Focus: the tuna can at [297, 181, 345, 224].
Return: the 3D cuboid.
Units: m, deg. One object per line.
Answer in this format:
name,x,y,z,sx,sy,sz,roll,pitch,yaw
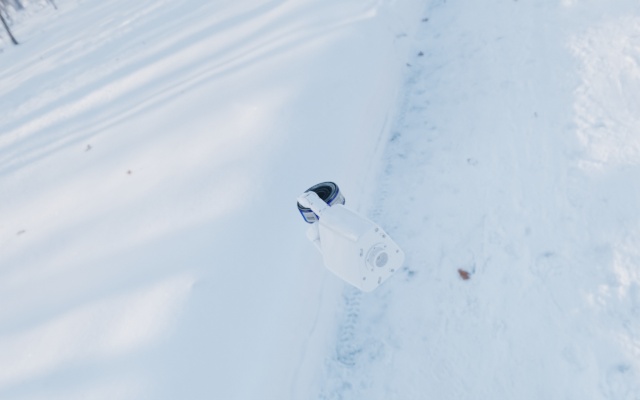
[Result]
tuna can,0.000,0.002,0.877,0.086,0.034,0.086,-22,29,13
